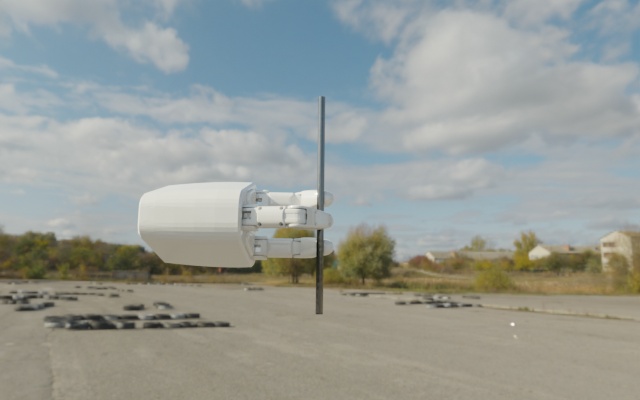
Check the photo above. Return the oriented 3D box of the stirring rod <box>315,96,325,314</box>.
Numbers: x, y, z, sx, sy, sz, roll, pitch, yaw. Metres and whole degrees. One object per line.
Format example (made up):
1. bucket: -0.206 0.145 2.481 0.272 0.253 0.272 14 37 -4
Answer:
1. stirring rod: 0.000 0.002 0.524 0.011 0.239 0.011 1 -9 0
